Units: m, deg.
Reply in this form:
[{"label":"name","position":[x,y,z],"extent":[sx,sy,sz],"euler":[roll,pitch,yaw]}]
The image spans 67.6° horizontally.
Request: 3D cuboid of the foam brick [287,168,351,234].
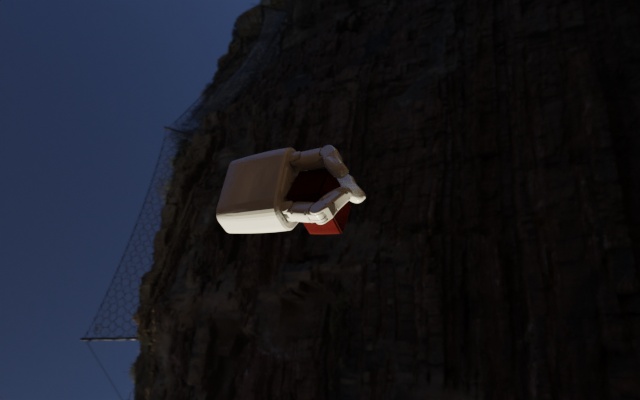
[{"label":"foam brick","position":[0.000,0.002,0.653],"extent":[0.051,0.078,0.053],"euler":[-6,41,30]}]
